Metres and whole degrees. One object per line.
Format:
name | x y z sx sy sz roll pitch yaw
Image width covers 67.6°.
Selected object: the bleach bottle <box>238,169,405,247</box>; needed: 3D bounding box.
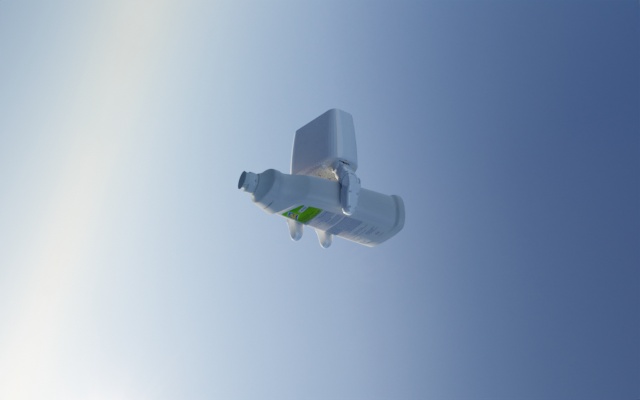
bleach bottle | 0.000 0.002 0.724 0.251 0.068 0.103 18 -36 -26
